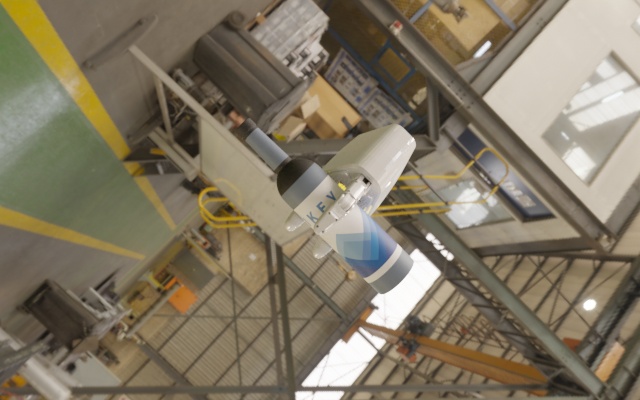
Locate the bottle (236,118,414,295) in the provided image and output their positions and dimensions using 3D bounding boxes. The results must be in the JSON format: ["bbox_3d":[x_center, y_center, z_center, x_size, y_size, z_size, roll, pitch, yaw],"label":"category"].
[{"bbox_3d":[0.000,0.002,0.647,0.296,0.069,0.069,45,3,-3],"label":"bottle"}]
